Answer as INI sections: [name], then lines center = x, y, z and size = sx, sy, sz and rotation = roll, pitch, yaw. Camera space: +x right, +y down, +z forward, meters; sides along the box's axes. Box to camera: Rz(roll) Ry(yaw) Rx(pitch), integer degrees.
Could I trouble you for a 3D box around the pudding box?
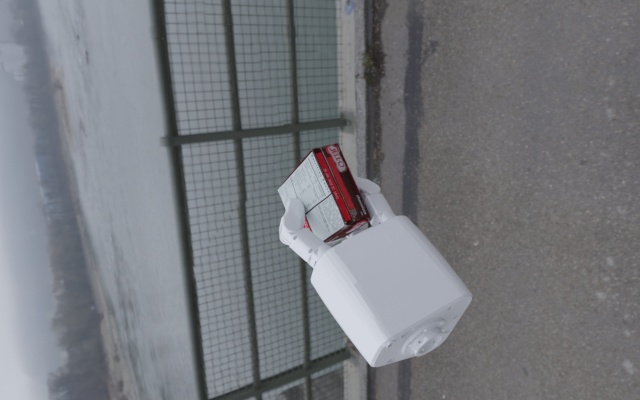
[pudding box]
center = 0.000, 0.002, 0.529
size = 0.039, 0.090, 0.113
rotation = -15, -14, -32
